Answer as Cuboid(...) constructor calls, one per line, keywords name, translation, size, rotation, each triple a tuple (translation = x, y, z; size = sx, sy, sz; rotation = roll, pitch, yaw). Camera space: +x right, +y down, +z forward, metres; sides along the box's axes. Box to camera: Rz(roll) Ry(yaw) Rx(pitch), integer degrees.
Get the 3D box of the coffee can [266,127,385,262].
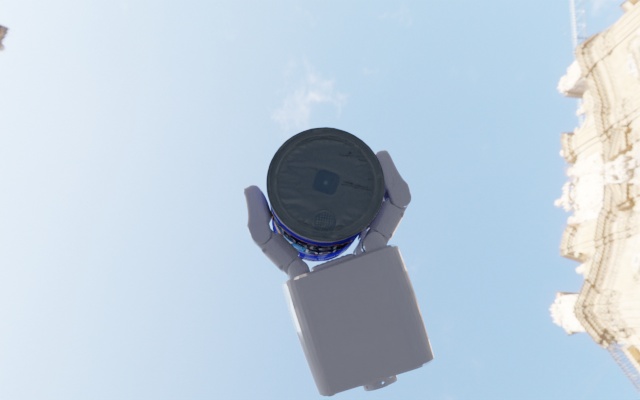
Cuboid(name="coffee can", translation=(0.000, 0.001, 0.476), size=(0.103, 0.102, 0.140), rotation=(0, -14, -4))
